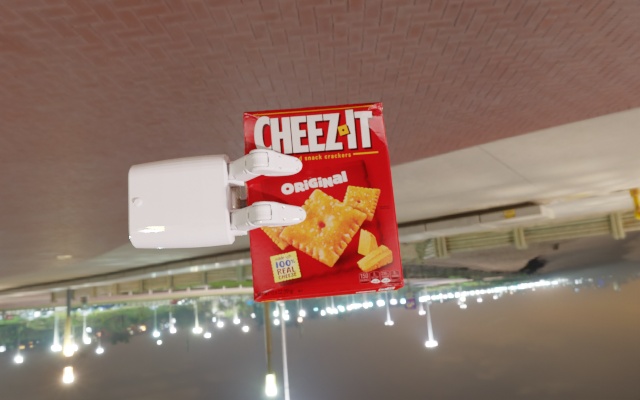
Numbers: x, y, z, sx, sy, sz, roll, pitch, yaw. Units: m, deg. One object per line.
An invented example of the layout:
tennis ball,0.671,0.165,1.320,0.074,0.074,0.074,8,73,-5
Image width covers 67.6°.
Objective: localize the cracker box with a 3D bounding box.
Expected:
cracker box,0.000,0.002,0.548,0.164,0.213,0.072,-5,-11,-3
